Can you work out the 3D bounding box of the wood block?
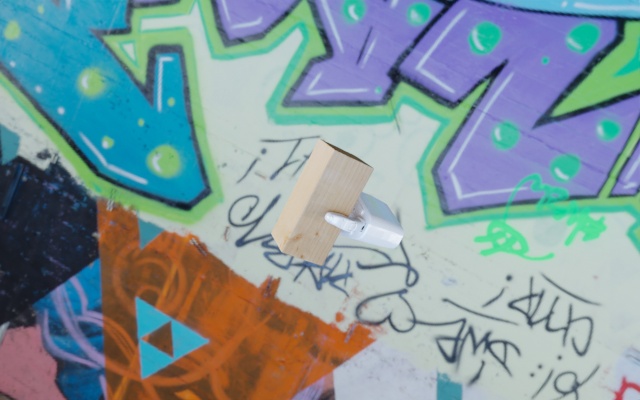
[{"bbox_3d":[0.001,0.003,0.888,0.090,0.206,0.090,22,11,-26],"label":"wood block"}]
